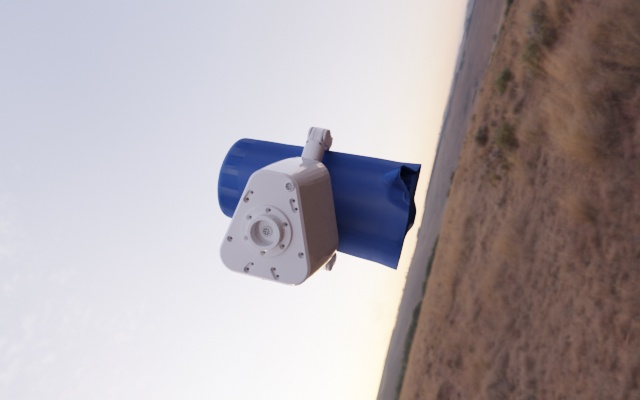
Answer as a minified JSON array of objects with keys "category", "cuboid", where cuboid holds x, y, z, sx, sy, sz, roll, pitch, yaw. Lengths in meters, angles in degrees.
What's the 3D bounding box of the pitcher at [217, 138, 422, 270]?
[{"category":"pitcher","cuboid":[0.000,0.002,0.613,0.243,0.149,0.145,13,12,12]}]
